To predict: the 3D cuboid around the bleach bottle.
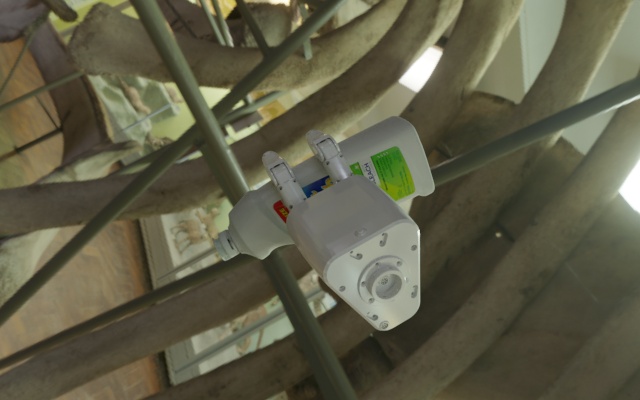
[{"bbox_3d":[0.000,0.002,0.544,0.251,0.103,0.068,-28,27,-7],"label":"bleach bottle"}]
